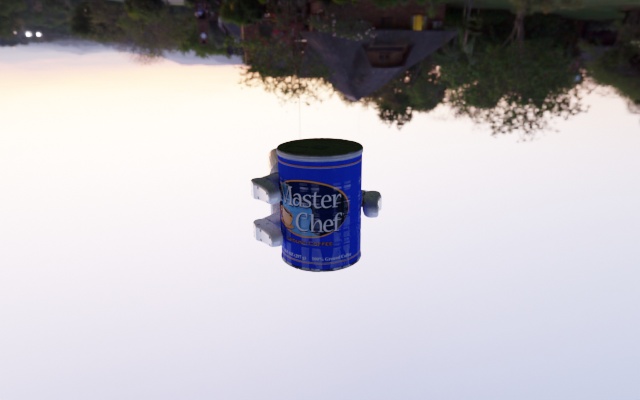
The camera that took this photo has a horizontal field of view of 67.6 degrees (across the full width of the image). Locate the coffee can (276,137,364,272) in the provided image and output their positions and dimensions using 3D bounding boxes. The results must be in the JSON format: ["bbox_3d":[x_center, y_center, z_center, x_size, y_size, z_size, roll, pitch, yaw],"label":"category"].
[{"bbox_3d":[0.000,0.002,0.583,0.103,0.140,0.102,-1,19,0],"label":"coffee can"}]
